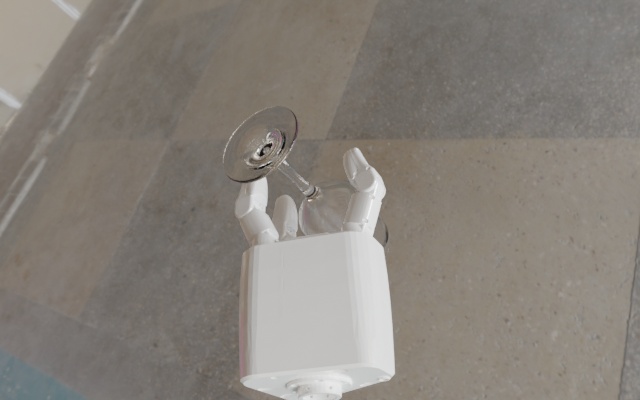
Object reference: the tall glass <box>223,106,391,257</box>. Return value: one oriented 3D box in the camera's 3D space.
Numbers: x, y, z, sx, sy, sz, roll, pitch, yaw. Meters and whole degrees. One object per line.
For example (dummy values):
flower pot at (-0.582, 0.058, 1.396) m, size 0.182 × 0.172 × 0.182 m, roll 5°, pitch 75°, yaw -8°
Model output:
tall glass at (0.000, 0.001, 0.457) m, size 0.079 × 0.079 × 0.201 m, roll 0°, pitch -28°, yaw 35°
